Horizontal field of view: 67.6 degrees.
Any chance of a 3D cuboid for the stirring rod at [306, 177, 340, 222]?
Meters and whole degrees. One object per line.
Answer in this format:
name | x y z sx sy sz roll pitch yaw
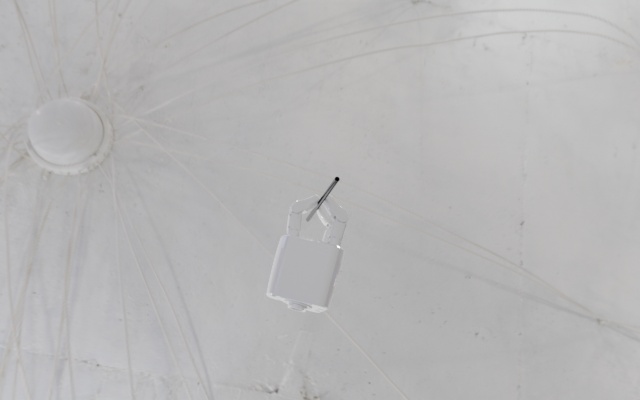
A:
stirring rod | 0.000 0.003 0.855 0.011 0.011 0.240 0 -18 -13
